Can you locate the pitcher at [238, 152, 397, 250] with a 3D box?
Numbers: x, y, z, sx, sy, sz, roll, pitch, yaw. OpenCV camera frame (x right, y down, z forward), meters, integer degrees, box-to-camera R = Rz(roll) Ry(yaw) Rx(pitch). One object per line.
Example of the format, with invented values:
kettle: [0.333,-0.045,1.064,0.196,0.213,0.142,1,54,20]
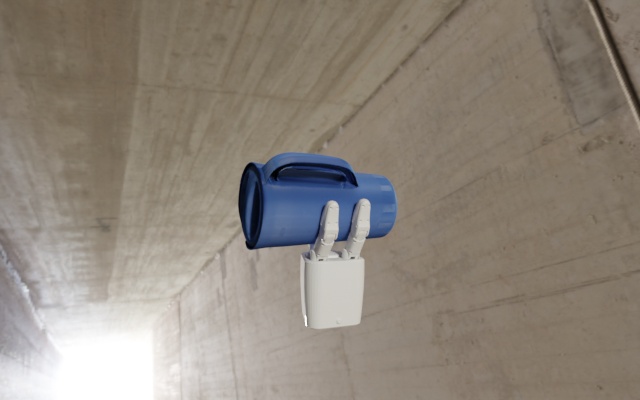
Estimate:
pitcher: [0.000,0.003,0.759,0.243,0.145,0.149,0,2,-25]
